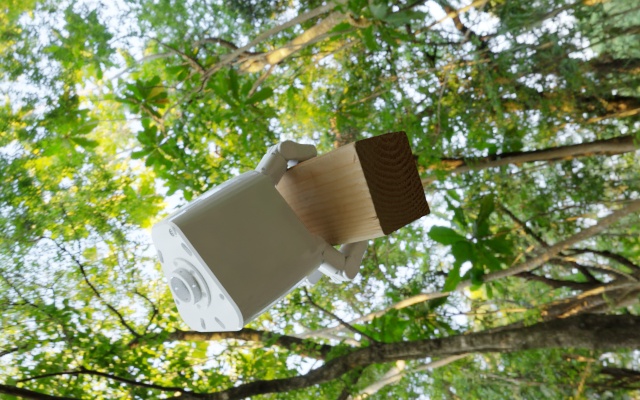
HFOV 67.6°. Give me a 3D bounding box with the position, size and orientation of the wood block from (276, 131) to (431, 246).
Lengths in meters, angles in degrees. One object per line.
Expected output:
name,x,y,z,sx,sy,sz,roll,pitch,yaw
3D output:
wood block,0.000,0.002,0.521,0.206,0.091,0.090,-16,2,44
